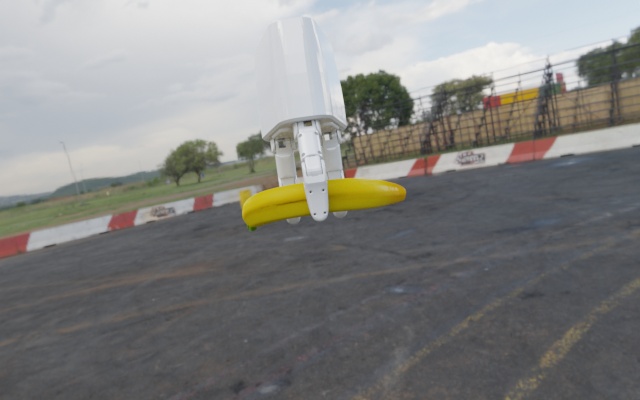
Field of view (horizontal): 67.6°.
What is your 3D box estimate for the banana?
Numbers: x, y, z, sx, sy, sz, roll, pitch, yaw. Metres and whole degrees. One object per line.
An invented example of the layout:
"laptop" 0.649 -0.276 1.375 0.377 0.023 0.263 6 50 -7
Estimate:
"banana" -0.010 0.001 0.518 0.198 0.037 0.069 -10 -10 22
